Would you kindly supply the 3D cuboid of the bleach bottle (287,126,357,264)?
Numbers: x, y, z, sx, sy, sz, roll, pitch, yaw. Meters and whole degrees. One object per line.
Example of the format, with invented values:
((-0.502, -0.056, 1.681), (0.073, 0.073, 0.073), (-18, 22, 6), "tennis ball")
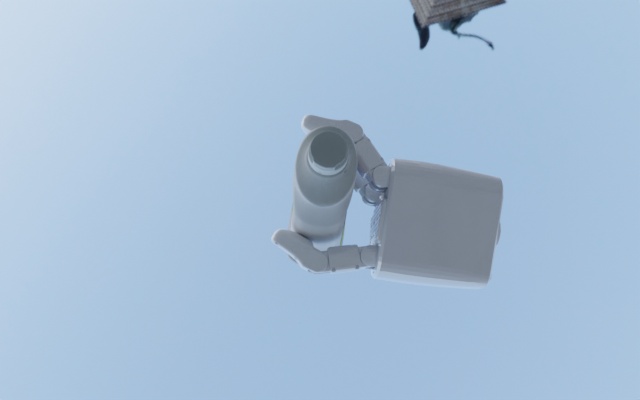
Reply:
((0.000, 0.001, 0.469), (0.068, 0.102, 0.251), (8, -15, 0), "bleach bottle")
